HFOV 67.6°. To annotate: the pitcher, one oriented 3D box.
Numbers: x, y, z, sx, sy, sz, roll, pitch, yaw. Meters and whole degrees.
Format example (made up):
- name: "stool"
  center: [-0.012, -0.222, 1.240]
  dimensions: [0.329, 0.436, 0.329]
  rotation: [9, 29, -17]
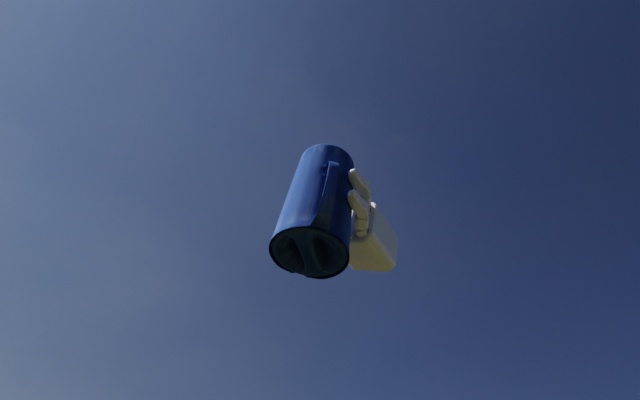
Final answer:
- name: "pitcher"
  center: [0.000, 0.003, 0.849]
  dimensions: [0.149, 0.242, 0.145]
  rotation: [-19, -52, 27]
